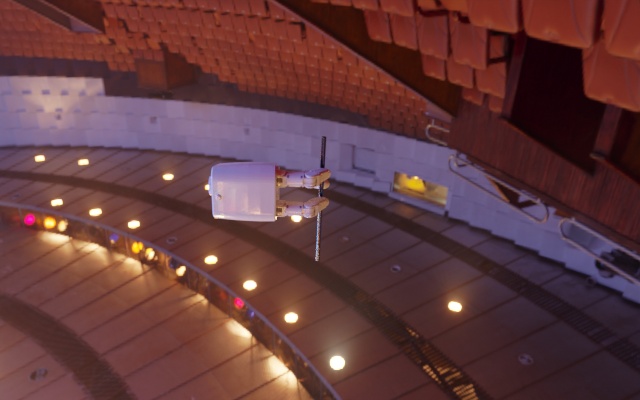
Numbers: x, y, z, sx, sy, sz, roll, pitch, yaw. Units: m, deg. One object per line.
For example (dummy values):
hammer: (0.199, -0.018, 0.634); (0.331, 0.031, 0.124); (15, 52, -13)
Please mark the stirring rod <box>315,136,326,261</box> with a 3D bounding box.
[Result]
stirring rod: (0.000, 0.003, 0.851); (0.011, 0.240, 0.011); (3, 25, -1)
